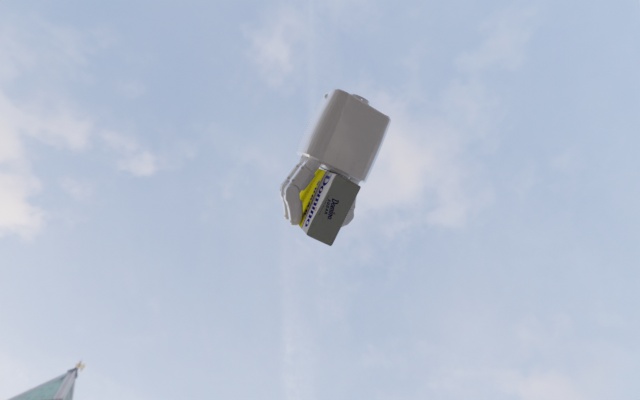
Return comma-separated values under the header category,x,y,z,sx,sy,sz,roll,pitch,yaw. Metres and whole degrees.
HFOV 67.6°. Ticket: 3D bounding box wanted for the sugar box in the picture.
category,x,y,z,sx,sy,sz,roll,pitch,yaw
sugar box,0.000,0.002,0.715,0.048,0.093,0.176,26,1,-11
